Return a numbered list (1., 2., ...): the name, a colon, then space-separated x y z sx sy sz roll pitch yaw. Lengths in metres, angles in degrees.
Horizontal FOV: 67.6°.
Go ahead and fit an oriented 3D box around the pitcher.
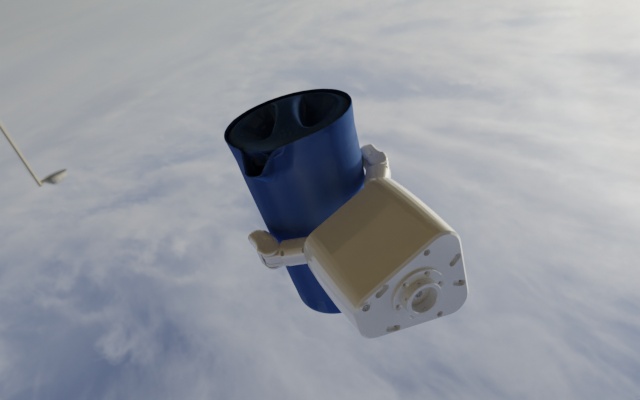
1. pitcher: 0.000 0.002 0.544 0.149 0.243 0.145 -25 32 -12
